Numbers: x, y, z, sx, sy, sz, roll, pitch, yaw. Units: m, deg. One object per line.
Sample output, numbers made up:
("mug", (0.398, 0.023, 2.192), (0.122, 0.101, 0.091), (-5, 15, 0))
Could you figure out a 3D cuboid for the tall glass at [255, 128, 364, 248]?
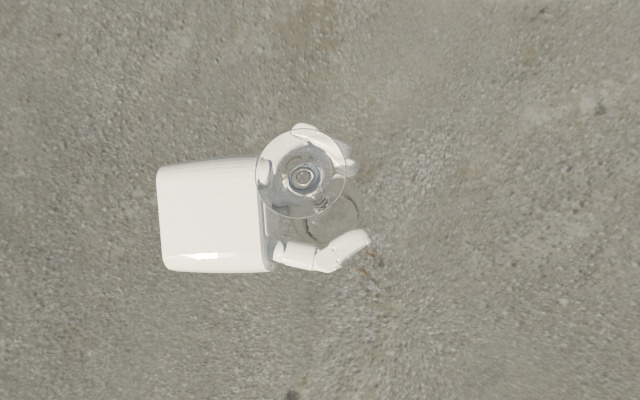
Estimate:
("tall glass", (0.000, 0.001, 0.467), (0.079, 0.079, 0.201), (0, -14, 10))
